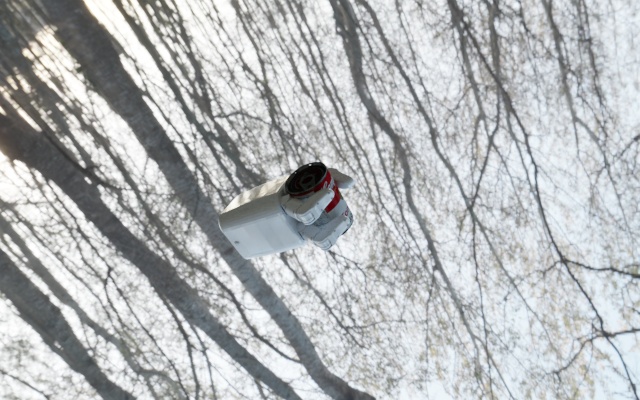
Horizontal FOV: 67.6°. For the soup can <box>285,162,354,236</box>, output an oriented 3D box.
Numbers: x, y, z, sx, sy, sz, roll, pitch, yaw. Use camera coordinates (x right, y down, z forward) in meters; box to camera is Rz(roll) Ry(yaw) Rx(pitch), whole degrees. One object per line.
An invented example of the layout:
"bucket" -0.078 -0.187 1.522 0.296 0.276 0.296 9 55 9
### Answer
"soup can" 0.001 0.002 0.715 0.068 0.102 0.068 -21 34 15
